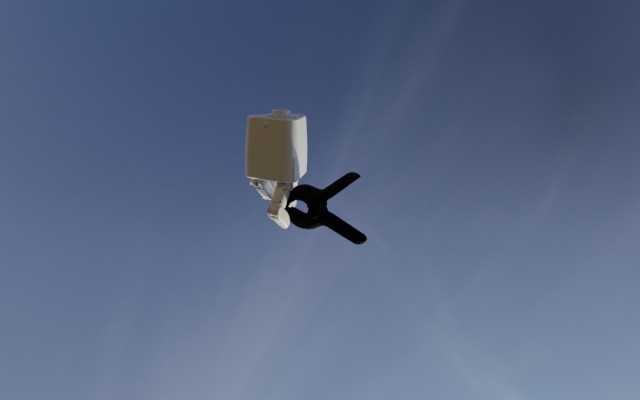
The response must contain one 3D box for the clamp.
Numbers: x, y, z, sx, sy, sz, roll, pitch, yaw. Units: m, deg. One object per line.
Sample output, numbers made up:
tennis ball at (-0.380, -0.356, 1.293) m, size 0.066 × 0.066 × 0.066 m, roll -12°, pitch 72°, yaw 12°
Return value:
clamp at (0.000, 0.003, 0.800) m, size 0.171 × 0.120 × 0.039 m, roll 10°, pitch 16°, yaw 24°
